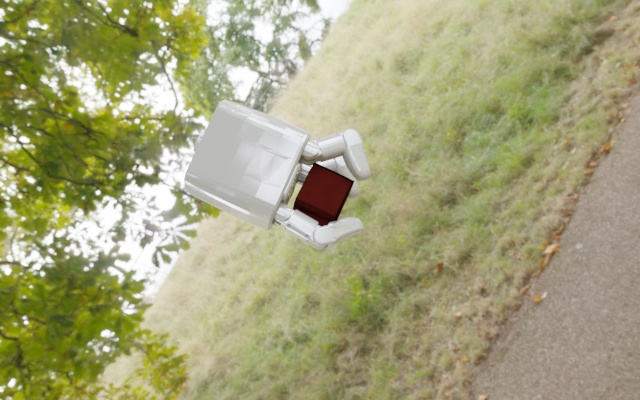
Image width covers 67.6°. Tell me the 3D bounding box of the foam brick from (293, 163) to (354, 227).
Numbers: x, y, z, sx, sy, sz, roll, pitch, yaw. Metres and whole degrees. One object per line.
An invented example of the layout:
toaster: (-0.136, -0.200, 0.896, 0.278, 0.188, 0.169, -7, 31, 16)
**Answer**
foam brick: (0.000, 0.002, 0.558, 0.051, 0.053, 0.078, 25, -24, 1)
